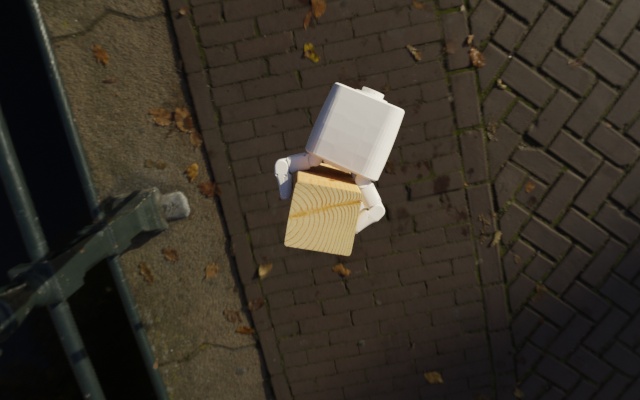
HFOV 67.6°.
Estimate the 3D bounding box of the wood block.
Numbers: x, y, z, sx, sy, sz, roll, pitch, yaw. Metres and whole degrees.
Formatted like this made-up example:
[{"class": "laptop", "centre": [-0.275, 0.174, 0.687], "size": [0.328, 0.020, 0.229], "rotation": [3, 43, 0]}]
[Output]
[{"class": "wood block", "centre": [0.000, 0.002, 0.716], "size": [0.091, 0.090, 0.206], "rotation": [10, 12, -4]}]
